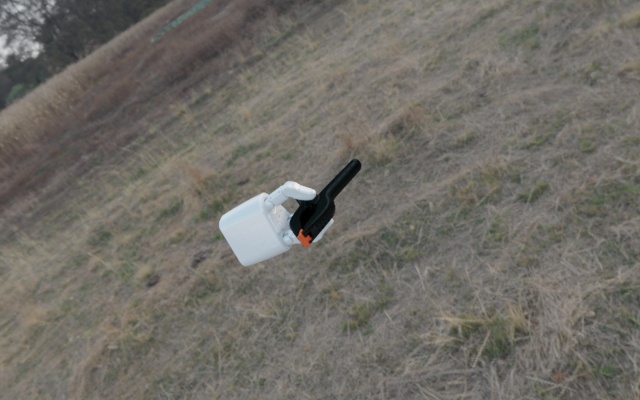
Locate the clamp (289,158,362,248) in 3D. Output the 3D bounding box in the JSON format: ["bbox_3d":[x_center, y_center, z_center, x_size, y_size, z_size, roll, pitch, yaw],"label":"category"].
[{"bbox_3d":[-0.001,0.003,0.885,0.164,0.036,0.209,-27,26,23],"label":"clamp"}]
